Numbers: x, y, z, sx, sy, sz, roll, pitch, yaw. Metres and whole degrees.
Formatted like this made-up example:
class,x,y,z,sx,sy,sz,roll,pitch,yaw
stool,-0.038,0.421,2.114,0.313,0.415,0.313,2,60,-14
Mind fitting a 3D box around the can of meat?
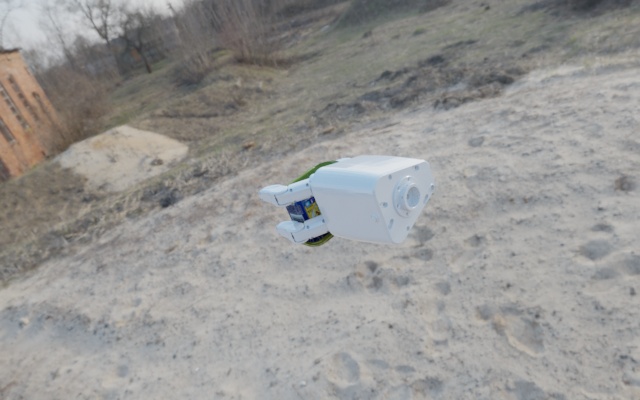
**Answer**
class,x,y,z,sx,sy,sz,roll,pitch,yaw
can of meat,0.000,0.002,0.679,0.102,0.084,0.057,-37,28,-28
